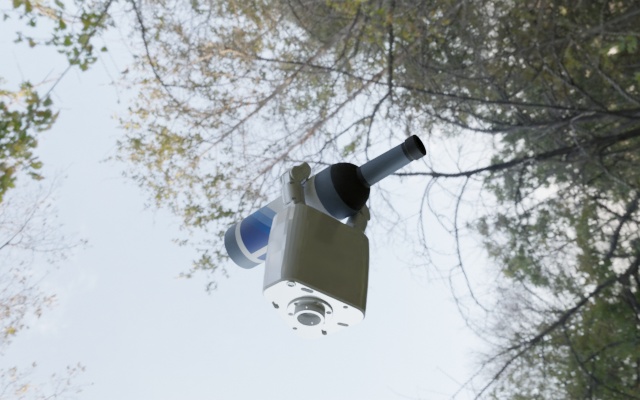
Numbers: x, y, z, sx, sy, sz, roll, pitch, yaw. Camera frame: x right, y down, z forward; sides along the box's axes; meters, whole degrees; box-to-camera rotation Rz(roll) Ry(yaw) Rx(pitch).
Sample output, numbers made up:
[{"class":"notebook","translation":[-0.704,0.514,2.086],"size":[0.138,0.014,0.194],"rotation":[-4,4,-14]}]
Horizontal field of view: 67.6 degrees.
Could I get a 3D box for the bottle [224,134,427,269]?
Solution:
[{"class":"bottle","translation":[0.000,0.002,0.603],"size":[0.296,0.069,0.069],"rotation":[-30,-16,29]}]
